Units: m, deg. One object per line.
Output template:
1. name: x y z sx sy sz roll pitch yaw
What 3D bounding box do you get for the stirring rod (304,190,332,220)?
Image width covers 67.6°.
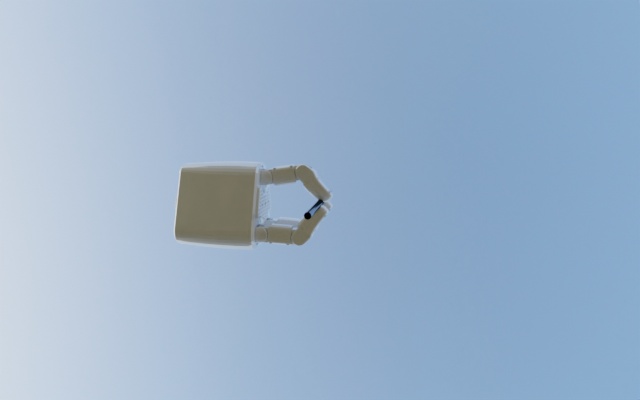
1. stirring rod: 0.000 0.002 0.619 0.011 0.011 0.239 0 7 7
